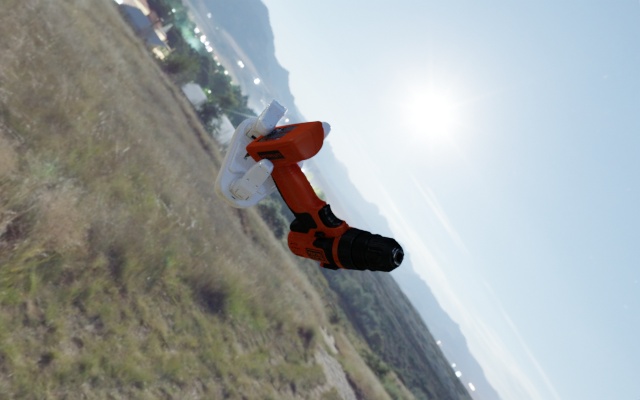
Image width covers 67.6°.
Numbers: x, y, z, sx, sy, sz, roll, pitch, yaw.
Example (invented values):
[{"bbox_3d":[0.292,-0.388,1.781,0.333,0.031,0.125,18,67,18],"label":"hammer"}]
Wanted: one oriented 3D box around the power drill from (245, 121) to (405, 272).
[{"bbox_3d":[0.000,0.001,0.566,0.184,0.188,0.057,2,34,47],"label":"power drill"}]
